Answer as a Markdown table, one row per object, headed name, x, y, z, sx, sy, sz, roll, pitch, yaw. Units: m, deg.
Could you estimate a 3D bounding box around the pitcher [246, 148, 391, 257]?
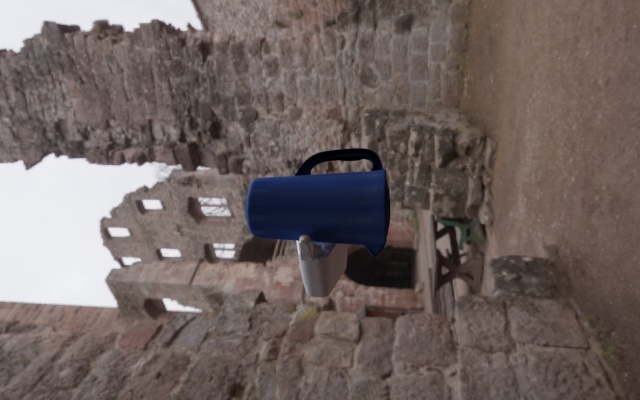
| name | x | y | z | sx | sy | sz | roll | pitch | yaw |
| --- | --- | --- | --- | --- | --- | --- | --- | --- | --- |
| pitcher | 0.000 | 0.003 | 0.837 | 0.243 | 0.145 | 0.149 | 0 | 36 | 9 |
